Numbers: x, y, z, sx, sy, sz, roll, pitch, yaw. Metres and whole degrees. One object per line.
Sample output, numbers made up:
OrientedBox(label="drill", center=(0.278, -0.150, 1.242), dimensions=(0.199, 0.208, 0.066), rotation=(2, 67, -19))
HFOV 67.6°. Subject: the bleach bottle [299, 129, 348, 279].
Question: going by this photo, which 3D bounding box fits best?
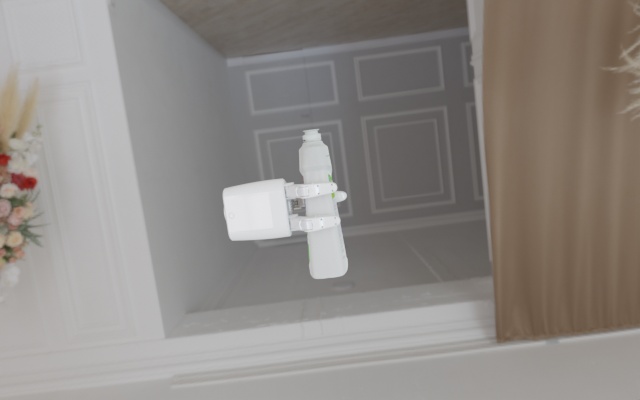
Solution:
OrientedBox(label="bleach bottle", center=(0.000, 0.003, 0.835), dimensions=(0.068, 0.251, 0.102), rotation=(-7, 6, 3))
